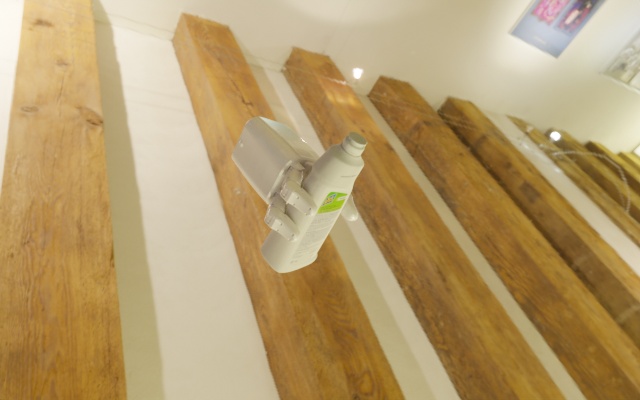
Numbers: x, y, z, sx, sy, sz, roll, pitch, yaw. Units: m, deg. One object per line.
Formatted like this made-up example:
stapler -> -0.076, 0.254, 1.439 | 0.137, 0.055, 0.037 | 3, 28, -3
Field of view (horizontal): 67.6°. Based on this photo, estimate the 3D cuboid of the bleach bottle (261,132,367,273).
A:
bleach bottle -> 0.000, 0.002, 0.721 | 0.102, 0.251, 0.068 | -16, 57, -49
